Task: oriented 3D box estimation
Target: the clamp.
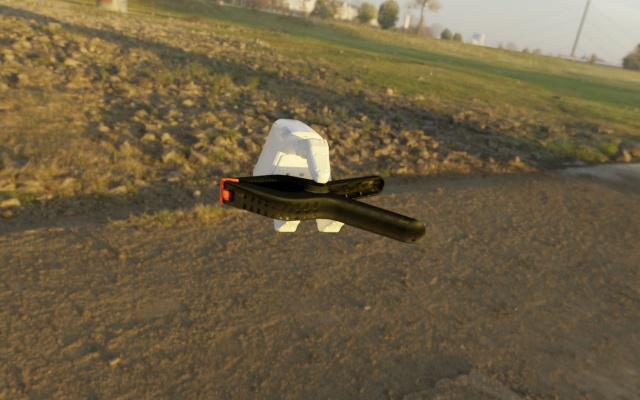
[{"bbox_3d":[0.000,0.001,0.512,0.210,0.036,0.164,3,19,-17],"label":"clamp"}]
